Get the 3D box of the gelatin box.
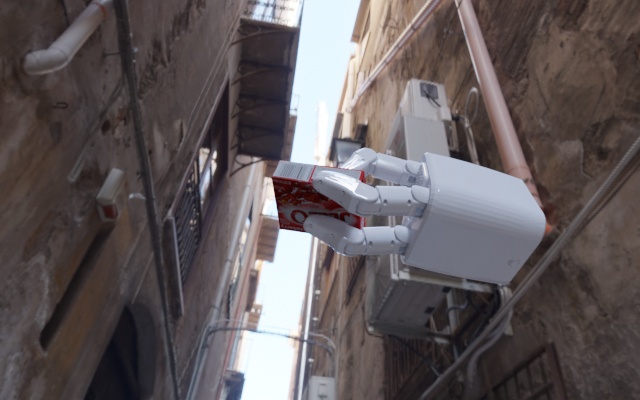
[{"bbox_3d":[0.000,0.001,0.474,0.089,0.073,0.030,8,44,13],"label":"gelatin box"}]
